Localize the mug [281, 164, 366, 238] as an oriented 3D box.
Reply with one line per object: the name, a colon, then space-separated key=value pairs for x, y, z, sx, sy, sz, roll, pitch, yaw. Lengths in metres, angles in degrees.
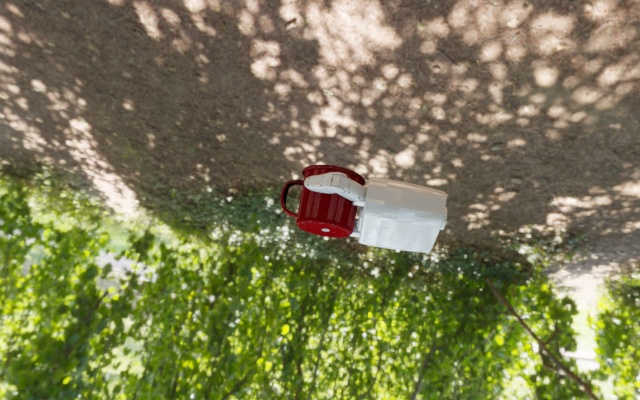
mug: x=-0.001 y=0.002 z=0.678 sx=0.117 sy=0.081 sz=0.093 roll=9 pitch=-17 yaw=6
